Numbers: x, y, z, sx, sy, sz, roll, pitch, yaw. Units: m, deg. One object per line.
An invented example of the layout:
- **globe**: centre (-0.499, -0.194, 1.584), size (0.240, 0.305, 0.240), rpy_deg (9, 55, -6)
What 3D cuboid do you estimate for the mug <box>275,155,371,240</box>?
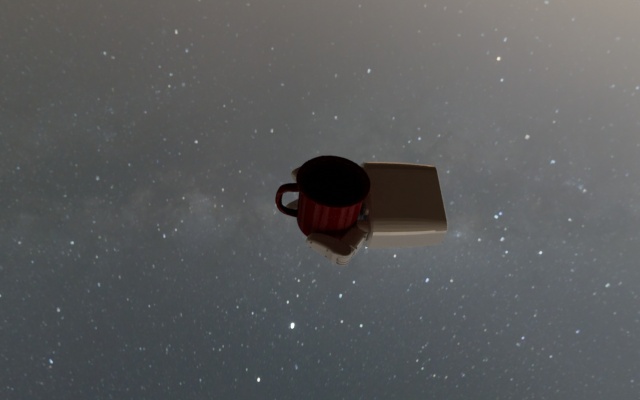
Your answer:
- **mug**: centre (-0.001, 0.002, 0.618), size (0.117, 0.093, 0.082), rpy_deg (0, -43, -8)
